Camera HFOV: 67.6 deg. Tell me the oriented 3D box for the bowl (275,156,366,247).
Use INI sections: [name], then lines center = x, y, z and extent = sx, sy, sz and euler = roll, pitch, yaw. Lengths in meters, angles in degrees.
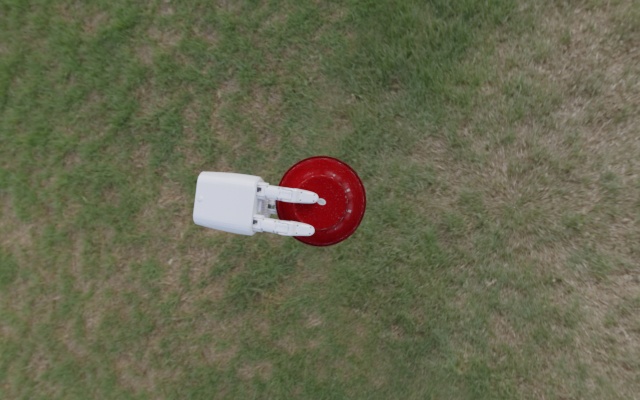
[bowl]
center = 0.001, 0.003, 0.820
extent = 0.162, 0.162, 0.055
euler = 0, 2, 1
